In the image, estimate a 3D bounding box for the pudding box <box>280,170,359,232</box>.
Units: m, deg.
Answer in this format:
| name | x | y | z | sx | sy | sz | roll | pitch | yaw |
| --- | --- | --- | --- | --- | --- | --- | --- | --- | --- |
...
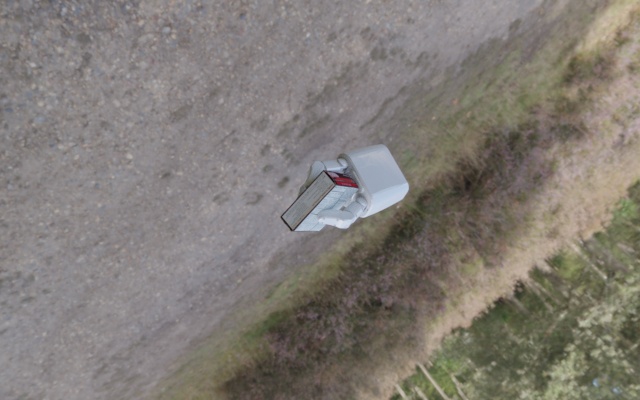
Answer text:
| name | x | y | z | sx | sy | sz | roll | pitch | yaw |
| --- | --- | --- | --- | --- | --- | --- | --- | --- | --- |
| pudding box | 0.000 | 0.003 | 0.789 | 0.039 | 0.113 | 0.090 | 49 | 19 | 22 |
